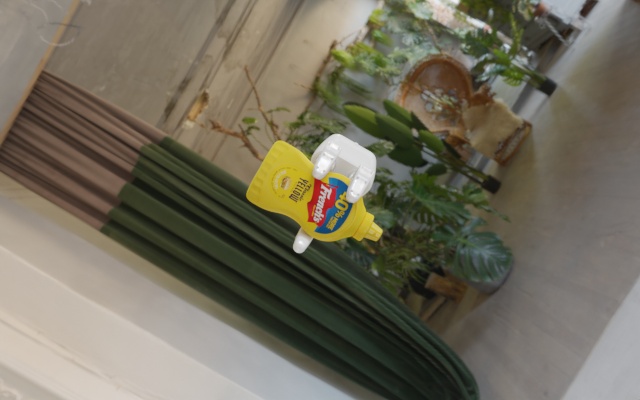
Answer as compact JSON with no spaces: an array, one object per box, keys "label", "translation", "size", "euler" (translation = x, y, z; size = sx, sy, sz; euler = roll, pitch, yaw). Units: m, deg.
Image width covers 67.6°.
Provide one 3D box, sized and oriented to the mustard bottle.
[{"label":"mustard bottle","translation":[0.000,0.002,0.670],"size":[0.191,0.096,0.058],"euler":[30,0,-1]}]
